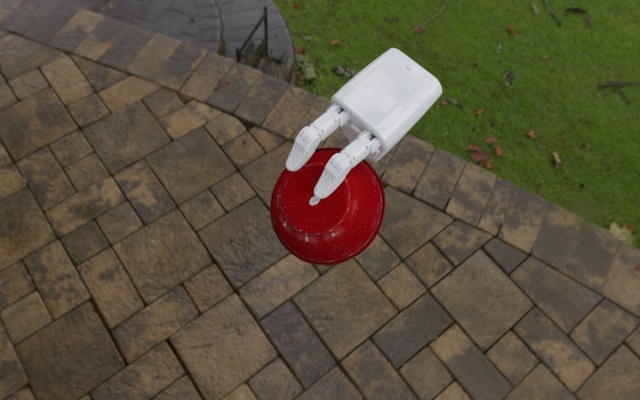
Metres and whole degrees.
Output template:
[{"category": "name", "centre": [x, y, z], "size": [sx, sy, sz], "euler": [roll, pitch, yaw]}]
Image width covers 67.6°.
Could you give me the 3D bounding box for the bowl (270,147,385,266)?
[{"category": "bowl", "centre": [-0.001, 0.003, 0.619], "size": [0.162, 0.162, 0.055], "euler": [0, -10, 17]}]
